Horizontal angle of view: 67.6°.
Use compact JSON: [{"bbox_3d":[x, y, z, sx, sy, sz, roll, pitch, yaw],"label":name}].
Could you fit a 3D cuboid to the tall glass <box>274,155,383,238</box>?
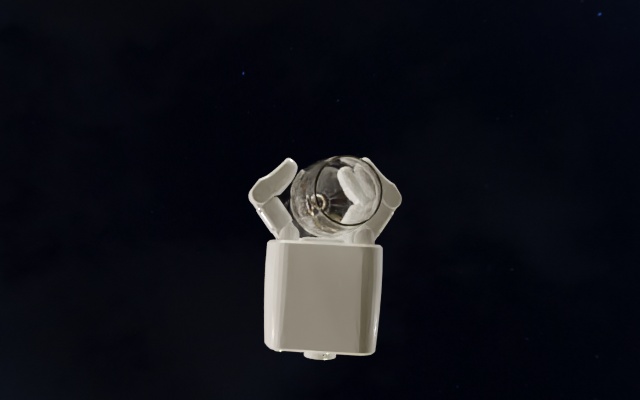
[{"bbox_3d":[0.000,0.002,0.503,0.079,0.079,0.201,0,-6,-14],"label":"tall glass"}]
